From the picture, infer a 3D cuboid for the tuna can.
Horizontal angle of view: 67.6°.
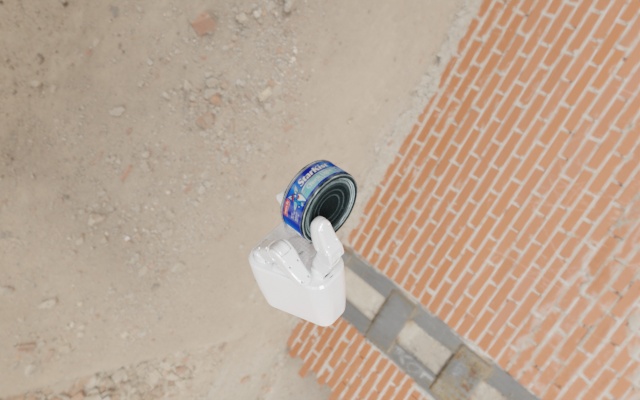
[{"bbox_3d":[0.000,0.002,0.514,0.033,0.086,0.086,34,20,34],"label":"tuna can"}]
